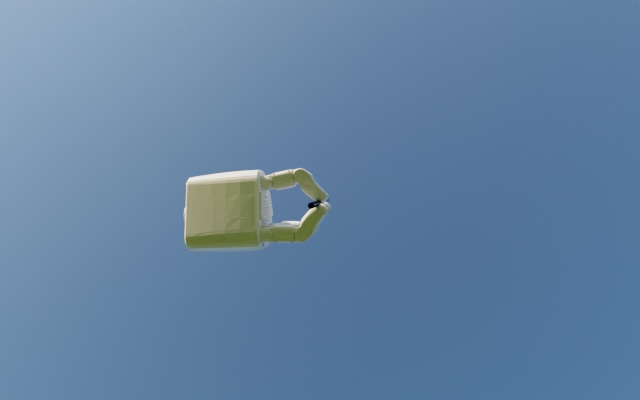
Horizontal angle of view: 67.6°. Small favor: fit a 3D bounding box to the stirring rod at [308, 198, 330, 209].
[{"bbox_3d":[0.000,0.002,0.694,0.011,0.011,0.239,0,2,5],"label":"stirring rod"}]
